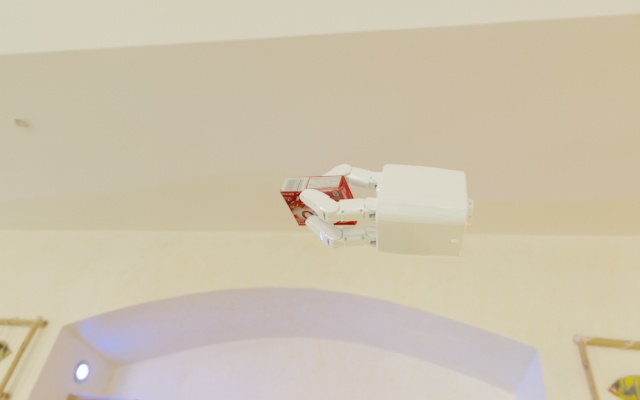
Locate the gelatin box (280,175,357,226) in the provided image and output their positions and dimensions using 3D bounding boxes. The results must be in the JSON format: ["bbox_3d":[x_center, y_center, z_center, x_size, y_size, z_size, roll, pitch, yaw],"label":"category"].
[{"bbox_3d":[0.000,0.002,0.643,0.089,0.030,0.073,-1,-41,24],"label":"gelatin box"}]
